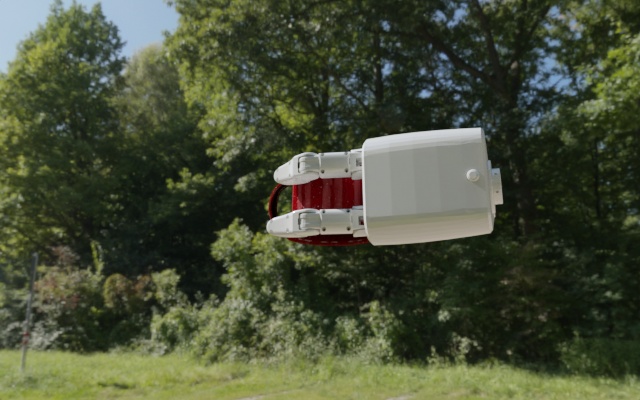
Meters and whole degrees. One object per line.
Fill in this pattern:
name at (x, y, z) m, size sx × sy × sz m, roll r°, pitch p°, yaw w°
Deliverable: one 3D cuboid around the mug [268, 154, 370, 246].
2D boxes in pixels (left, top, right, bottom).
mug at (-0.001, 0.002, 0.509) m, size 0.117 × 0.081 × 0.093 m, roll -4°, pitch -15°, yaw 20°
